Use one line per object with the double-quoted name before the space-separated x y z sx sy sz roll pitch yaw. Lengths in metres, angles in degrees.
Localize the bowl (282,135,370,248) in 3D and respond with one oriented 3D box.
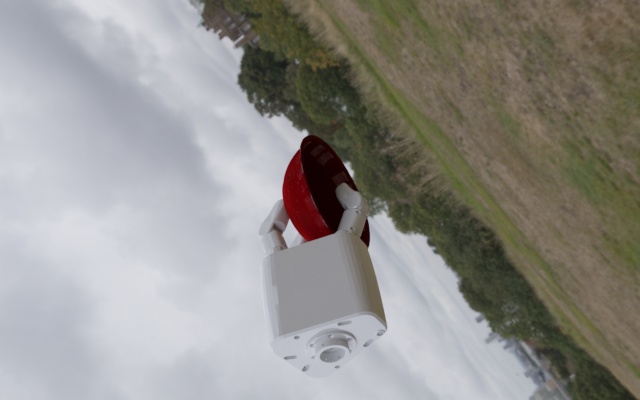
"bowl" 0.000 0.001 0.598 0.055 0.162 0.162 -25 -10 22
